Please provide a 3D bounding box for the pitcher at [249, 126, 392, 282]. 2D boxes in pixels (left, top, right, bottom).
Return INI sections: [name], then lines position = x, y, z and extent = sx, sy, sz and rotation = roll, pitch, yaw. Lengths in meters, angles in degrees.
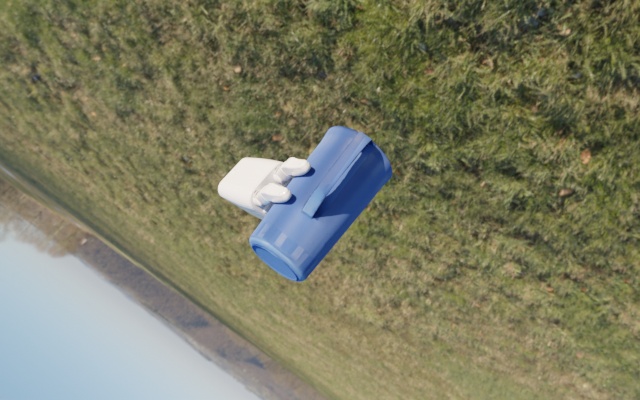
[pitcher]
position = 0.000, 0.002, 0.762
extent = 0.145, 0.242, 0.149
rotation = 15, -30, 45
